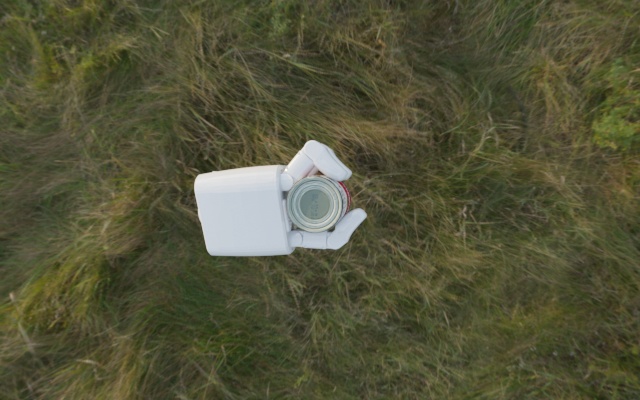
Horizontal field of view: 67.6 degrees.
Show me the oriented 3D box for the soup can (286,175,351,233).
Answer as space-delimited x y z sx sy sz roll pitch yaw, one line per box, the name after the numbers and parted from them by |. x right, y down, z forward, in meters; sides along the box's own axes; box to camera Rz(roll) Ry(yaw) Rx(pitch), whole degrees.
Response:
0.001 0.002 0.591 0.068 0.068 0.102 0 3 8 | soup can
